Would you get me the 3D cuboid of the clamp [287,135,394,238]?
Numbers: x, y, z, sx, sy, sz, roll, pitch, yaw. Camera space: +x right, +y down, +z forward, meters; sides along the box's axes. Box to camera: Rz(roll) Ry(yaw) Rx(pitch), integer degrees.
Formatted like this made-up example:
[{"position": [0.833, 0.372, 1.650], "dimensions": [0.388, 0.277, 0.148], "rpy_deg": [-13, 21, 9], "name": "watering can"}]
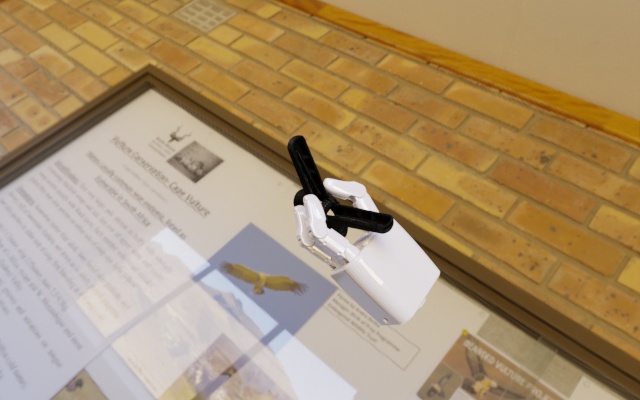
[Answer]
[{"position": [0.001, 0.002, 0.660], "dimensions": [0.036, 0.164, 0.210], "rpy_deg": [-44, 1, -23], "name": "clamp"}]
